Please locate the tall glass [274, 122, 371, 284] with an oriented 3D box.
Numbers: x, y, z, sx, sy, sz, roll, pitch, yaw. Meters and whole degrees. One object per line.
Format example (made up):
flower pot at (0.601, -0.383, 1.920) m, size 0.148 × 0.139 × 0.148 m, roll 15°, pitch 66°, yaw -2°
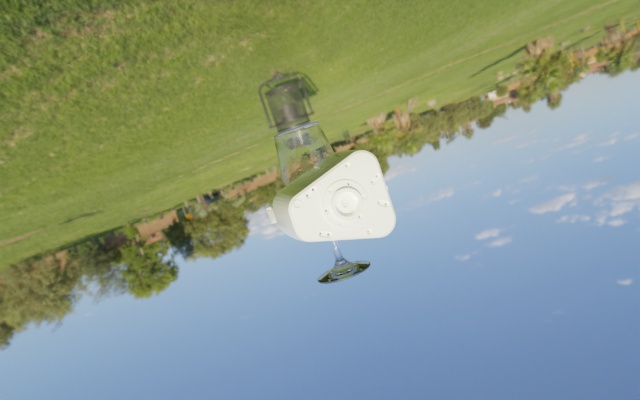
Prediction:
tall glass at (0.000, 0.003, 0.627) m, size 0.079 × 0.201 × 0.079 m, roll -19°, pitch 5°, yaw 2°
